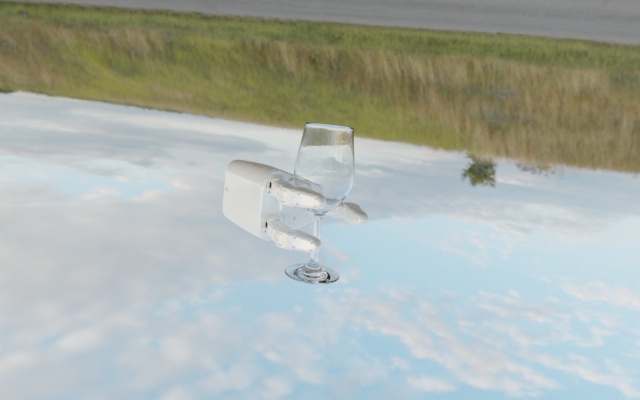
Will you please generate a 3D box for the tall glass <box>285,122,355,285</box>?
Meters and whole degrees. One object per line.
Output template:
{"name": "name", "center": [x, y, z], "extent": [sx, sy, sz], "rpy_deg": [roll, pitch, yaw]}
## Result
{"name": "tall glass", "center": [0.000, 0.003, 0.622], "extent": [0.079, 0.201, 0.079], "rpy_deg": [7, 12, -1]}
